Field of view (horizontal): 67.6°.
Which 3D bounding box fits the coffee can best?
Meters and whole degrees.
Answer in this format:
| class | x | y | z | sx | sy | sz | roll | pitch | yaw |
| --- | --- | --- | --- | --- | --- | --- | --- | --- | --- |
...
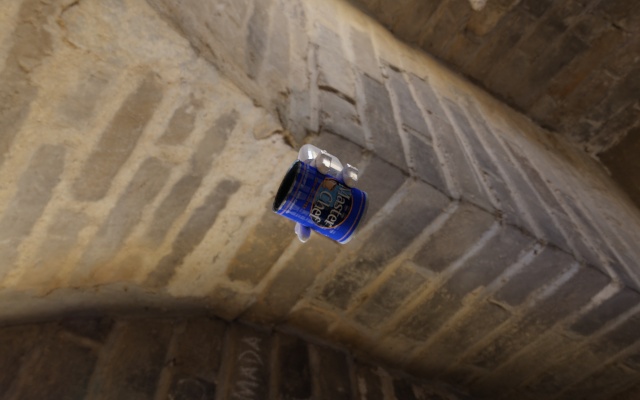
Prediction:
| class | x | y | z | sx | sy | sz | roll | pitch | yaw |
| --- | --- | --- | --- | --- | --- | --- | --- | --- | --- |
| coffee can | 0.000 | 0.003 | 0.847 | 0.140 | 0.103 | 0.103 | 26 | -7 | -15 |
